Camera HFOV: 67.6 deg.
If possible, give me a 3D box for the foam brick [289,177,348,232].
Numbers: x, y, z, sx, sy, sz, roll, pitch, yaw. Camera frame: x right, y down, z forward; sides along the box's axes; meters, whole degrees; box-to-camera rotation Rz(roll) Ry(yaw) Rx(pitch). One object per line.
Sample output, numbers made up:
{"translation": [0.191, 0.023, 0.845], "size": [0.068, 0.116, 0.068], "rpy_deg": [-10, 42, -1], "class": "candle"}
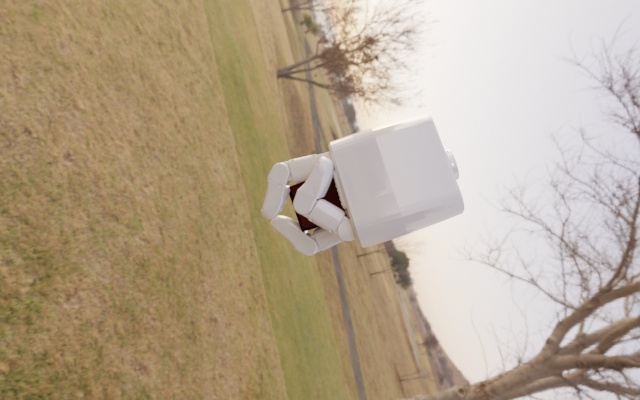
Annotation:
{"translation": [0.000, 0.002, 0.539], "size": [0.051, 0.053, 0.078], "rpy_deg": [-19, 0, 5], "class": "foam brick"}
